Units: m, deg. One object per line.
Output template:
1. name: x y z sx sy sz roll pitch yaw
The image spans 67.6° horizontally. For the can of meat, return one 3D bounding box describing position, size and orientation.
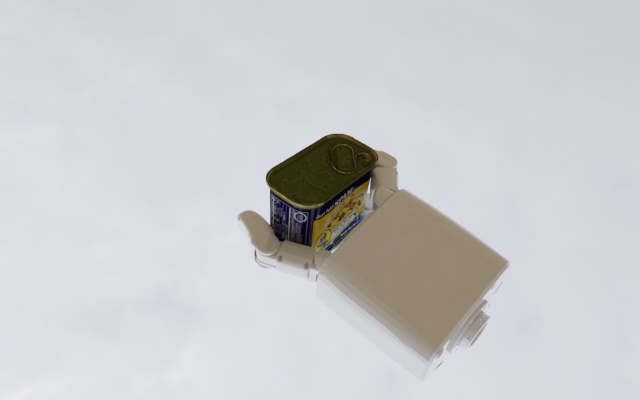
1. can of meat: 0.000 0.002 0.426 0.057 0.084 0.102 33 49 26
